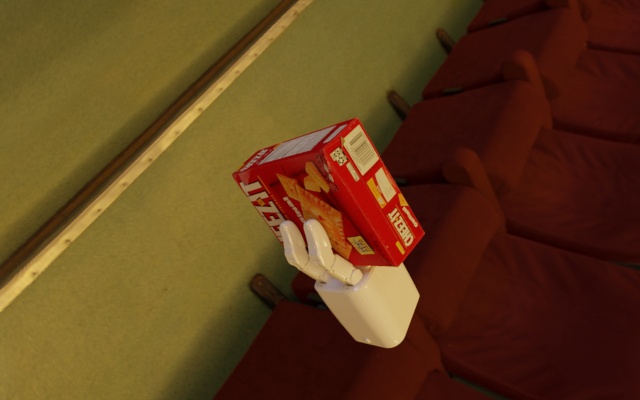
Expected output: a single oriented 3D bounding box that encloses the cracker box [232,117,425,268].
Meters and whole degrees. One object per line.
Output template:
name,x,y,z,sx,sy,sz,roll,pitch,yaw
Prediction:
cracker box,0.000,0.002,0.603,0.072,0.164,0.214,-45,21,-31
